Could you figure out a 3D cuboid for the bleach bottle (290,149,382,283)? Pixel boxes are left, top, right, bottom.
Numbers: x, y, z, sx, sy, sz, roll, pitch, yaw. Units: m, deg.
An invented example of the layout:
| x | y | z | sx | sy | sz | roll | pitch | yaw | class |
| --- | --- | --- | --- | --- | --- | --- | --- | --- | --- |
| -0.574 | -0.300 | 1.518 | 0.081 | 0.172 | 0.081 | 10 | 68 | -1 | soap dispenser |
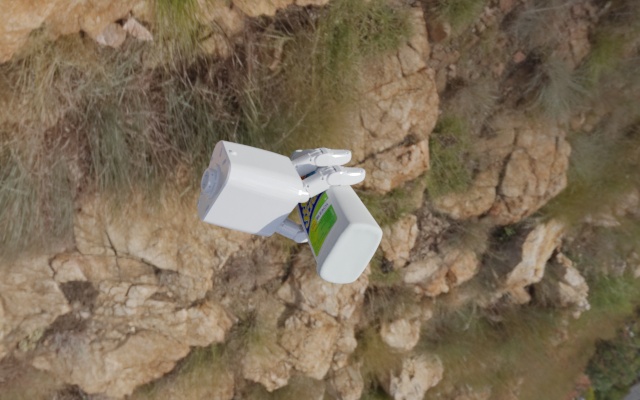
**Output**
| x | y | z | sx | sy | sz | roll | pitch | yaw | class |
| --- | --- | --- | --- | --- | --- | --- | --- | --- | --- |
| 0.000 | 0.002 | 0.711 | 0.068 | 0.103 | 0.250 | 14 | 26 | -31 | bleach bottle |
